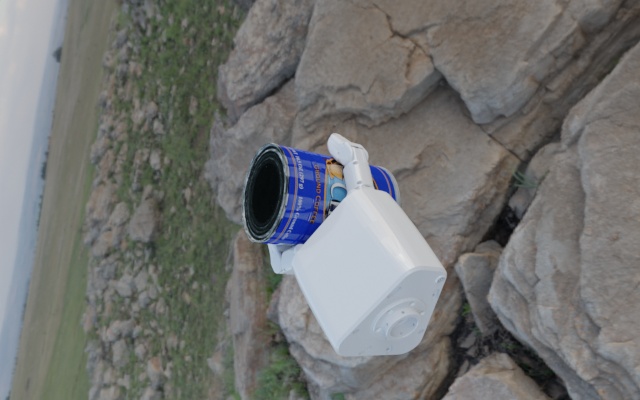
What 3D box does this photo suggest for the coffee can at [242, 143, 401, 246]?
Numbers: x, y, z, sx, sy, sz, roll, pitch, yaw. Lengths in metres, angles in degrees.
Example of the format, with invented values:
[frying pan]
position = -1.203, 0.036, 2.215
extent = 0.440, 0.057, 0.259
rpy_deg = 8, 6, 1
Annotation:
[coffee can]
position = 0.000, 0.002, 0.515
extent = 0.140, 0.103, 0.103
rpy_deg = 9, -5, -31
